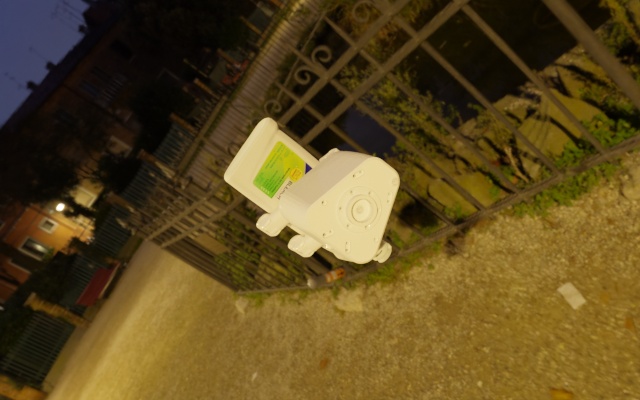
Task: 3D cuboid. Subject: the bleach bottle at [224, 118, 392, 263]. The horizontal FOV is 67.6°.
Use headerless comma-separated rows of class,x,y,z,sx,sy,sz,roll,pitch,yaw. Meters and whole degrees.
bleach bottle,0.000,0.002,0.648,0.251,0.102,0.068,35,-4,-19
